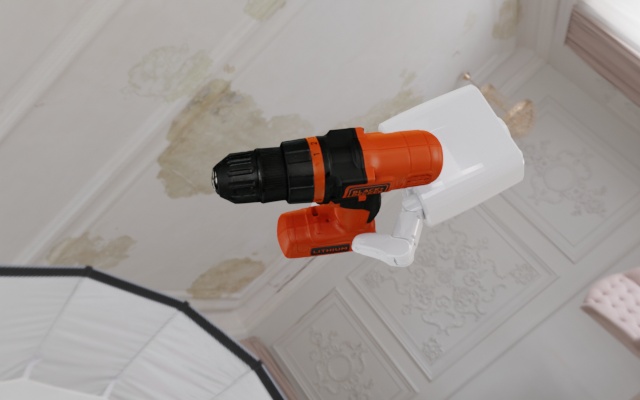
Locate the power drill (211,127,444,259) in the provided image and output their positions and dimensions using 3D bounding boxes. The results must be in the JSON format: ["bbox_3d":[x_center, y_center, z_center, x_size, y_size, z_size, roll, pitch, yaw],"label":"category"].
[{"bbox_3d":[0.000,0.002,0.440,0.184,0.057,0.188,-6,-21,-9],"label":"power drill"}]
